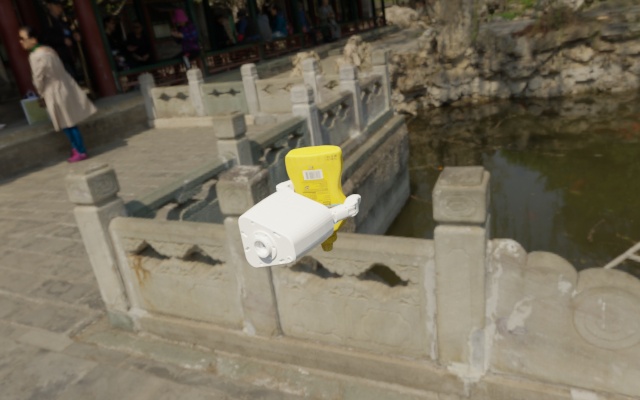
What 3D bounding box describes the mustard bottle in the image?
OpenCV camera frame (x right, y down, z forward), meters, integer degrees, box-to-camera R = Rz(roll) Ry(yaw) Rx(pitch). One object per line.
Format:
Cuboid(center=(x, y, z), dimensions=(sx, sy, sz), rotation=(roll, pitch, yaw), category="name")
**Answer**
Cuboid(center=(0.000, 0.002, 0.844), dimensions=(0.096, 0.192, 0.058), rotation=(-4, 22, 12), category="mustard bottle")
